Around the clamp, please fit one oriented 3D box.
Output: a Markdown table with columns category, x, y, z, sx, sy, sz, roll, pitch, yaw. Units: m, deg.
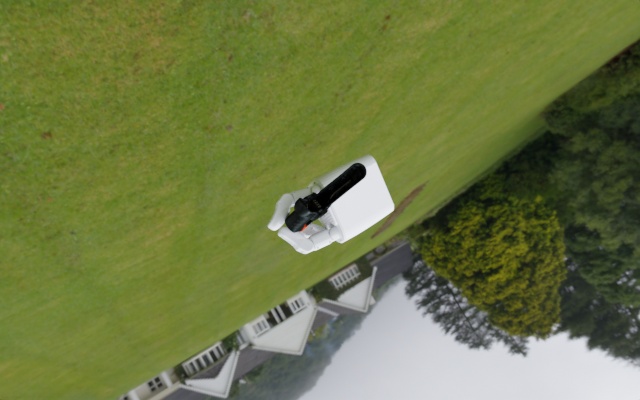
| category | x | y | z | sx | sy | sz | roll | pitch | yaw |
| --- | --- | --- | --- | --- | --- | --- | --- | --- | --- |
| clamp | 0.000 | 0.003 | 0.689 | 0.120 | 0.039 | 0.171 | -28 | -5 | -19 |
